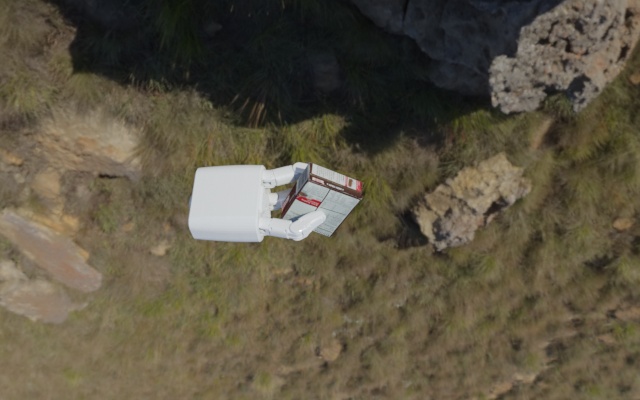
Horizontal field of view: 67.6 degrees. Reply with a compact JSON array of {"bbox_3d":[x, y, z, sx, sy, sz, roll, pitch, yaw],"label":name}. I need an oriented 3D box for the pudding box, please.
[{"bbox_3d":[0.000,0.003,0.729,0.090,0.039,0.113,19,-41,-16],"label":"pudding box"}]
